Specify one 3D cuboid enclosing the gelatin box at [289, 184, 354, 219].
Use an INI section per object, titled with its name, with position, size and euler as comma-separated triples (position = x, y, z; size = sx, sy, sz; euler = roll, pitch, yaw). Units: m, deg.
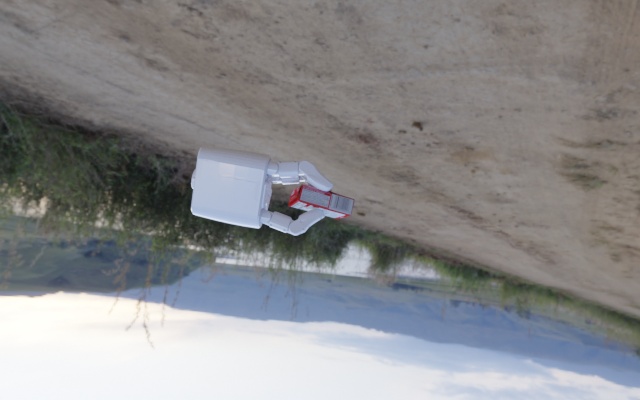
[gelatin box]
position = 0.000, 0.003, 0.755
size = 0.089, 0.030, 0.073
euler = 16, -10, -12
